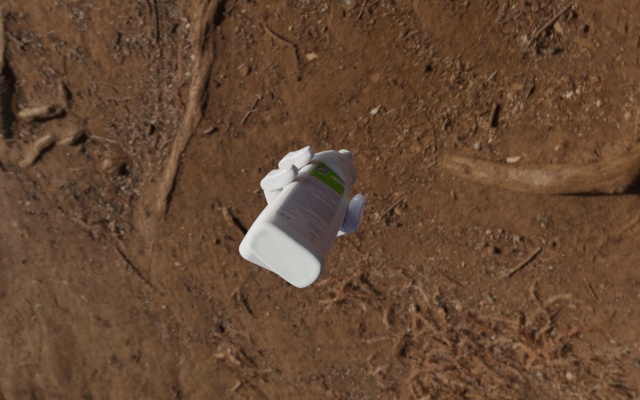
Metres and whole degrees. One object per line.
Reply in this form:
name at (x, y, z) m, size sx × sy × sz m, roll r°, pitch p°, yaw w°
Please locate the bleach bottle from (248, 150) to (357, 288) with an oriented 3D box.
bleach bottle at (0.000, 0.002, 0.670) m, size 0.068 × 0.102 × 0.250 m, roll -50°, pitch 3°, yaw 40°
